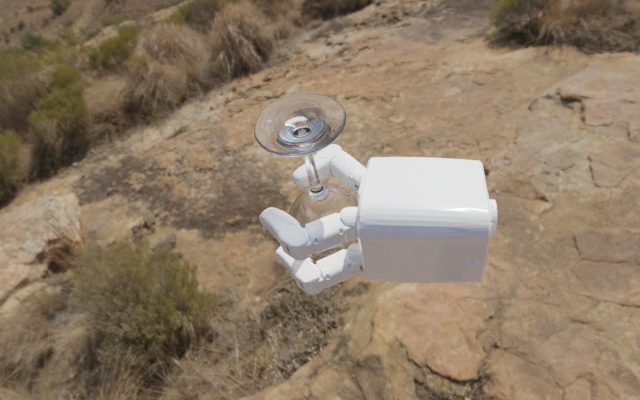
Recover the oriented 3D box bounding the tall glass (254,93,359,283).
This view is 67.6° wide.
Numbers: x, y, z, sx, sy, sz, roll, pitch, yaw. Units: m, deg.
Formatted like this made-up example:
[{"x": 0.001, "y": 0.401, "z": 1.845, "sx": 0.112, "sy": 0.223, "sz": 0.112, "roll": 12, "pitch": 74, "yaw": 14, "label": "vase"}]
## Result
[{"x": 0.000, "y": 0.001, "z": 0.452, "sx": 0.079, "sy": 0.079, "sz": 0.201, "roll": 0, "pitch": -39, "yaw": 12, "label": "tall glass"}]
